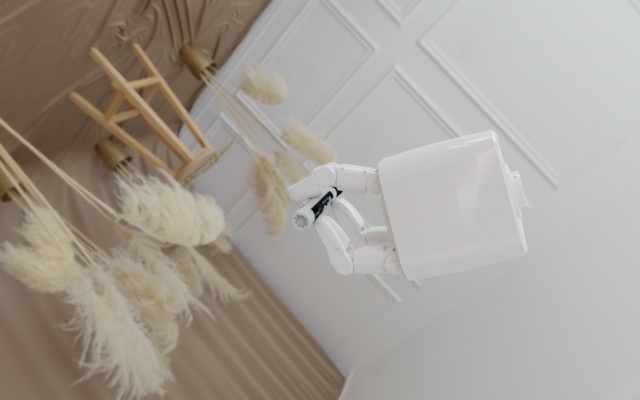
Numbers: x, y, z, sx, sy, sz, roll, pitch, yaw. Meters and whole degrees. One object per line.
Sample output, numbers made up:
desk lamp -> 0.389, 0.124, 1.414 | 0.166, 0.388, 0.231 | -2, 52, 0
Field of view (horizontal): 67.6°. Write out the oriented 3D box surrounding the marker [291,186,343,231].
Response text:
marker -> 0.000, 0.002, 0.488 | 0.020, 0.020, 0.121 | 0, 17, 19
